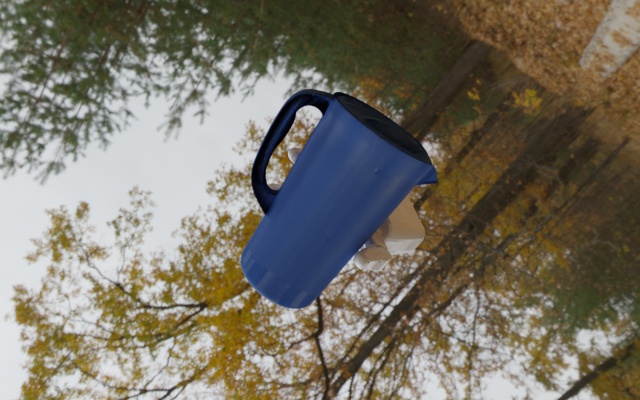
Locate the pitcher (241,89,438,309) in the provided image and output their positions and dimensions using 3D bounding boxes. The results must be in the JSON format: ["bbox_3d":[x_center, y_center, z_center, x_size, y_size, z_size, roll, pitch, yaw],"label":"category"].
[{"bbox_3d":[0.000,0.002,0.553,0.145,0.243,0.149,7,35,-52],"label":"pitcher"}]
